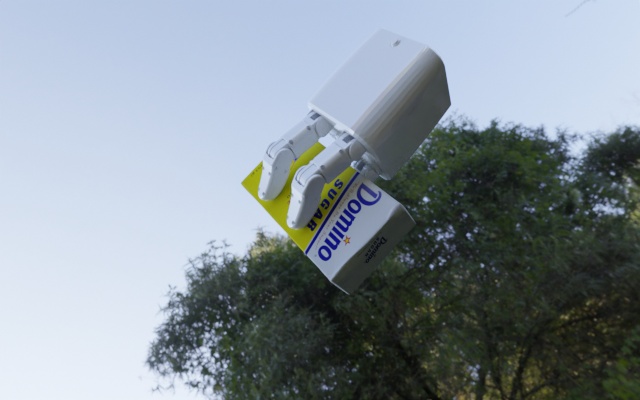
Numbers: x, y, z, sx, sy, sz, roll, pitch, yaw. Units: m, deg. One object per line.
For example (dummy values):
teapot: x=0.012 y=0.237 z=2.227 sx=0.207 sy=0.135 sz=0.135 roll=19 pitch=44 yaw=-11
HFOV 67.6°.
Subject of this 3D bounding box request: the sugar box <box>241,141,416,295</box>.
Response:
sugar box: x=0.000 y=0.001 z=0.478 sx=0.176 sy=0.093 sz=0.048 roll=41 pitch=-2 yaw=44
